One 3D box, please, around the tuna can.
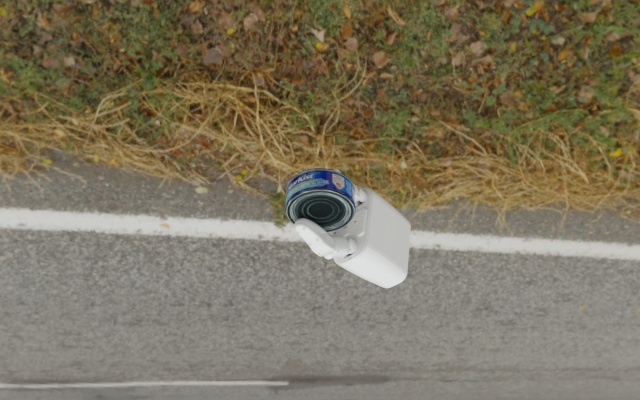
[{"bbox_3d":[0.000,0.002,0.582,0.086,0.033,0.086,0,-40,0],"label":"tuna can"}]
